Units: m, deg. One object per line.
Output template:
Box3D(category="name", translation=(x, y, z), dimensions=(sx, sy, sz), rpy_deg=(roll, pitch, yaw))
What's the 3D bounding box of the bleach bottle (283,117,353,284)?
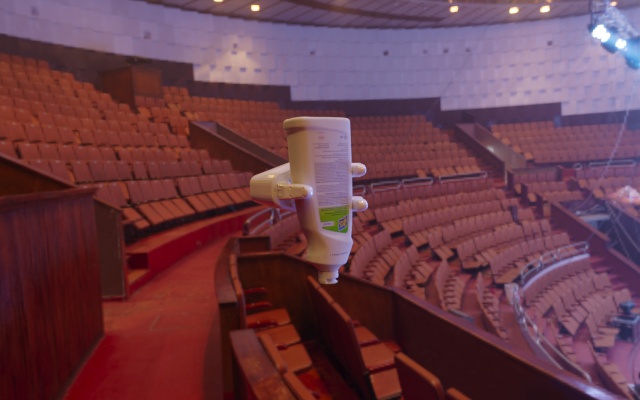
Box3D(category="bleach bottle", translation=(0.000, 0.002, 0.729), dimensions=(0.102, 0.251, 0.068), rpy_deg=(-4, 5, -30))
